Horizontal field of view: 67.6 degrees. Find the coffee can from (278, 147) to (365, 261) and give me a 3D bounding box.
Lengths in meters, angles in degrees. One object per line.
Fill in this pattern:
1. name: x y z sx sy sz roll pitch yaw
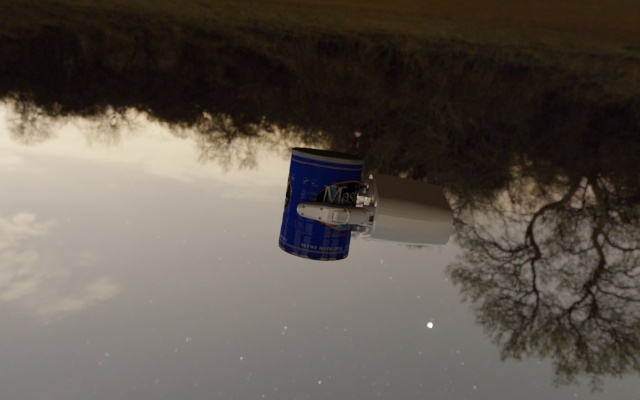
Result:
1. coffee can: 0.000 0.002 0.674 0.103 0.140 0.103 8 11 -2
